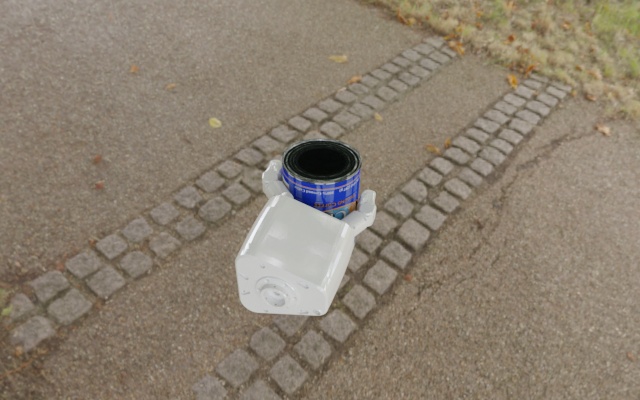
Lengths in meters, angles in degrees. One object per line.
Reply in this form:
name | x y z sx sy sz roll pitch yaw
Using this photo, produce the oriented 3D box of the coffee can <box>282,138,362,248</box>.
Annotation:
coffee can | 0.000 0.002 0.646 0.103 0.140 0.102 1 38 -1
